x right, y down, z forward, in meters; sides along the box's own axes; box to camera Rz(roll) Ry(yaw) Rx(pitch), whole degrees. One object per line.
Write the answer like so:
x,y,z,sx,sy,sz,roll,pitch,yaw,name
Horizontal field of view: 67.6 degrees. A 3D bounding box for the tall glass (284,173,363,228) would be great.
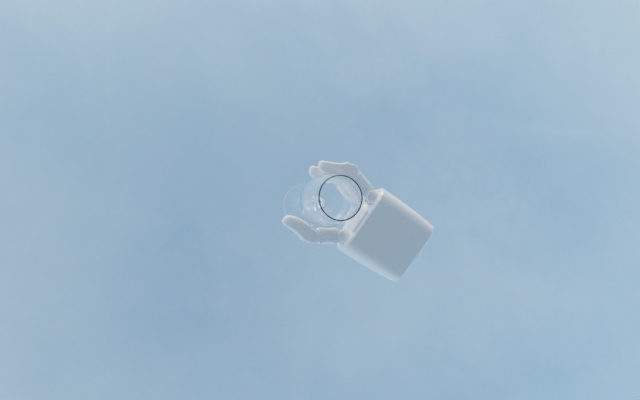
0.000,0.002,0.722,0.079,0.079,0.201,0,-3,-15,tall glass
